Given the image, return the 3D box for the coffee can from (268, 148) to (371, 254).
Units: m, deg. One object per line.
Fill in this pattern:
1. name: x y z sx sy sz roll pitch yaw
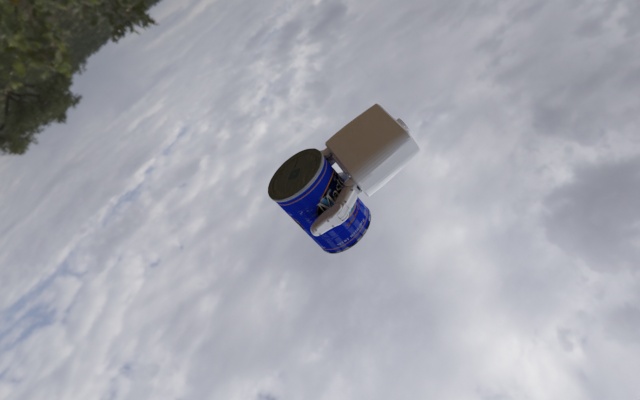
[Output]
1. coffee can: 0.000 0.003 0.753 0.103 0.102 0.140 0 -39 47
